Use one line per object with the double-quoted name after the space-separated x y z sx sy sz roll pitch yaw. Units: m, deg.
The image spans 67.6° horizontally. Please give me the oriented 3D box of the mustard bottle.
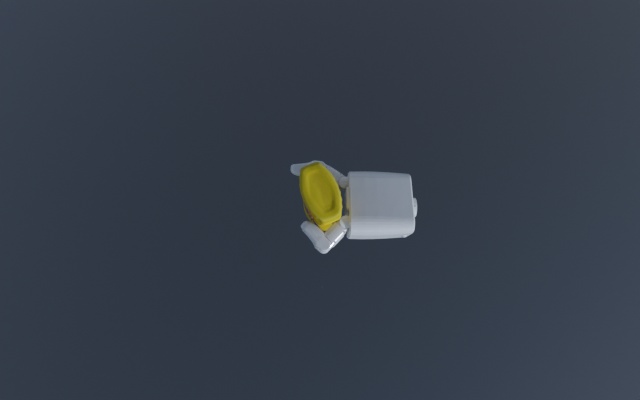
0.000 0.003 0.817 0.058 0.096 0.192 -24 -9 -4 "mustard bottle"
